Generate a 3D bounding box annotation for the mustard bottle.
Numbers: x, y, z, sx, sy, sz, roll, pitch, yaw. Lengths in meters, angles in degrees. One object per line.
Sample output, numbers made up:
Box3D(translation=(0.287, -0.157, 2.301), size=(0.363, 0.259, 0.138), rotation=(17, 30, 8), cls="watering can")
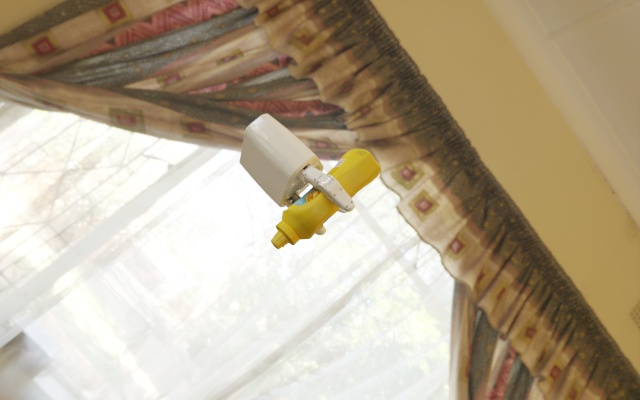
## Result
Box3D(translation=(0.001, 0.002, 0.716), size=(0.191, 0.058, 0.096), rotation=(-42, 12, -16), cls="mustard bottle")
